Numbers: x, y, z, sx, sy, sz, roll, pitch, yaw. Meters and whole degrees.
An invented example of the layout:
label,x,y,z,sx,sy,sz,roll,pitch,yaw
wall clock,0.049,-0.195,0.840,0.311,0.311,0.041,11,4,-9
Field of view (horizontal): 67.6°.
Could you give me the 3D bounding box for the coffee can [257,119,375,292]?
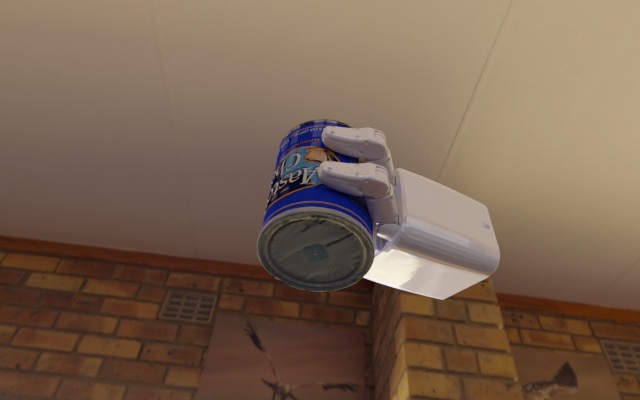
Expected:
label,x,y,z,sx,sy,sz,roll,pitch,yaw
coffee can,0.000,0.002,0.465,0.103,0.103,0.140,0,41,5
